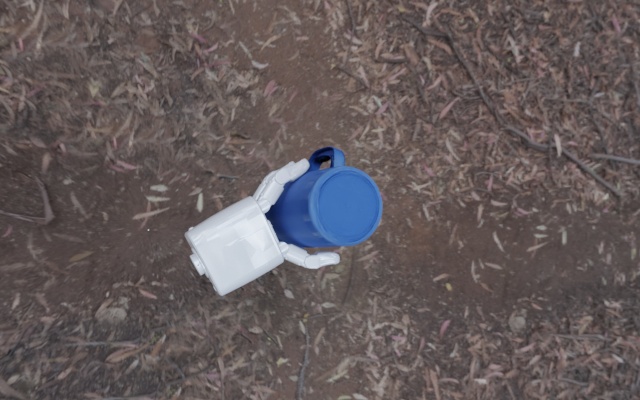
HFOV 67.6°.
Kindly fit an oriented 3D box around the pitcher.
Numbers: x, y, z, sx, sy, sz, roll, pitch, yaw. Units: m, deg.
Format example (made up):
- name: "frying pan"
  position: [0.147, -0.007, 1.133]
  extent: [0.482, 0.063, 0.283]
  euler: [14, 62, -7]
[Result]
- name: "pitcher"
  position: [0.000, 0.003, 0.742]
  extent: [0.145, 0.149, 0.243]
  euler: [-28, 6, -19]
